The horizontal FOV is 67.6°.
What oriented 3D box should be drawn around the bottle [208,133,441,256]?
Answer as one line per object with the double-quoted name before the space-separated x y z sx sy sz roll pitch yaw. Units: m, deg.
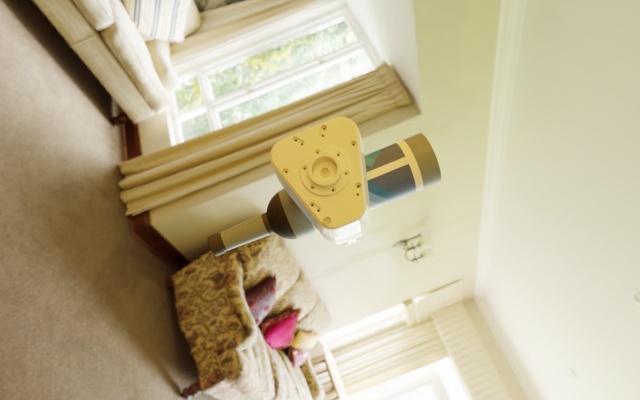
"bottle" 0.000 0.002 0.597 0.296 0.069 0.069 -22 0 1
